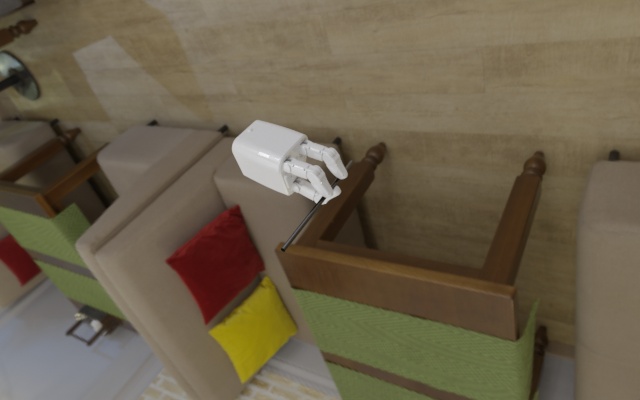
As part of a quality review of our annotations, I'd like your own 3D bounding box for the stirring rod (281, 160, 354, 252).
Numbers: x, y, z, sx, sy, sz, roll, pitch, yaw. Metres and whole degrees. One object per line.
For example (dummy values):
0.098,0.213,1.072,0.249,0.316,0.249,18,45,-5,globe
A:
0.000,0.003,0.816,0.011,0.011,0.239,0,38,38,stirring rod
